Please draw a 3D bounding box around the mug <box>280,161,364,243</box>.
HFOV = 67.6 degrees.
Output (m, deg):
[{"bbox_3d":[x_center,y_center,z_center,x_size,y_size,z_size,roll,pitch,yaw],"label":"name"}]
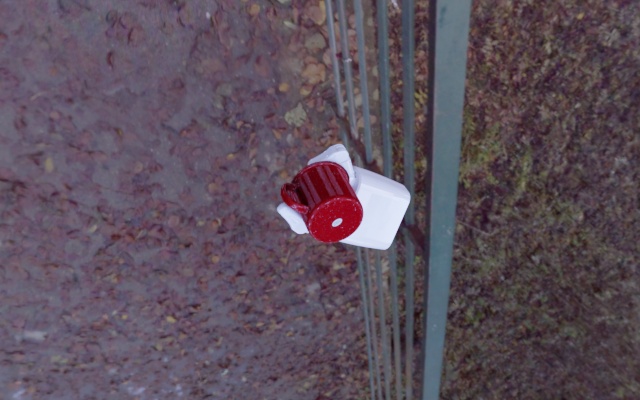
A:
[{"bbox_3d":[-0.001,0.002,0.662,0.117,0.093,0.081,14,30,-29],"label":"mug"}]
